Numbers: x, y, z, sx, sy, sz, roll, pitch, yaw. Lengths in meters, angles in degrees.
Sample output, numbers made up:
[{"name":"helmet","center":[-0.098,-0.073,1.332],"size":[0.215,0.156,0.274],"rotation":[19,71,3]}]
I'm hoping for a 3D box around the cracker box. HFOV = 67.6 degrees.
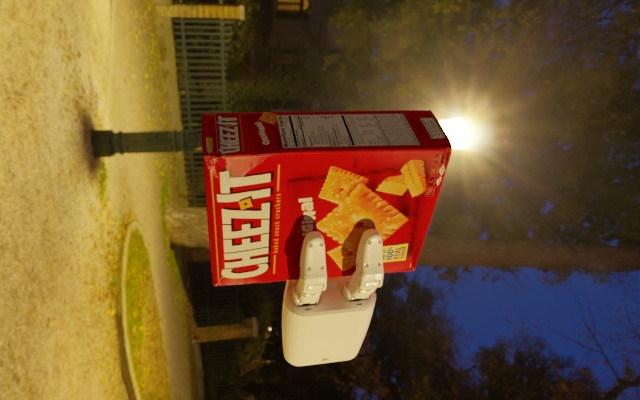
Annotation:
[{"name":"cracker box","center":[0.000,0.001,0.458],"size":[0.214,0.164,0.072],"rotation":[-3,42,-12]}]
